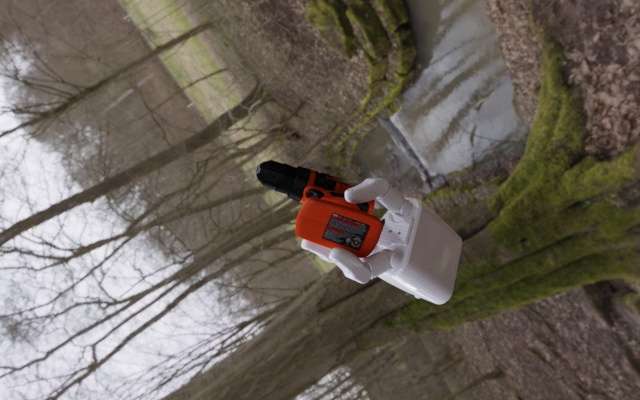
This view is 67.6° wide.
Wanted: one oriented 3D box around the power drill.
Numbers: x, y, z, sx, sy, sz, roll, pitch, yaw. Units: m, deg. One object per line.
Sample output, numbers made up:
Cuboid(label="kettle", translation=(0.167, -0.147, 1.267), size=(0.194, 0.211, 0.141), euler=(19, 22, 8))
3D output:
Cuboid(label="power drill", translation=(0.000, 0.002, 0.646), size=(0.184, 0.057, 0.187), euler=(17, 16, -11))
